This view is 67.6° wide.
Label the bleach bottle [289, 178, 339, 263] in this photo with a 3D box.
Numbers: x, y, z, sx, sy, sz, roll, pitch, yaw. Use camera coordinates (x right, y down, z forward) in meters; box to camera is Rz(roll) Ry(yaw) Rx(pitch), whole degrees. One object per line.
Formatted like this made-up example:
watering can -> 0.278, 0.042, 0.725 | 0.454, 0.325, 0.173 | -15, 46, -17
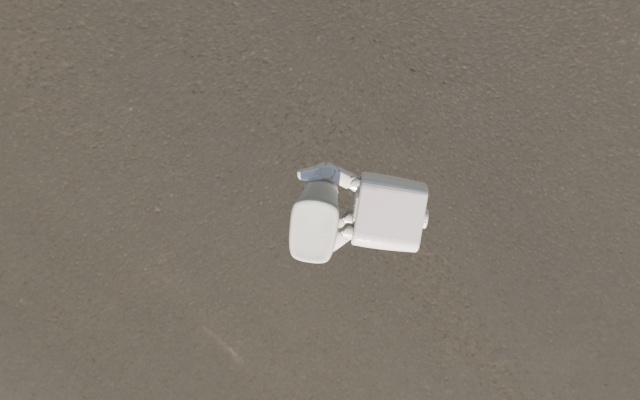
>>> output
bleach bottle -> 0.000, 0.003, 0.778 | 0.068, 0.103, 0.250 | 8, 21, 2
